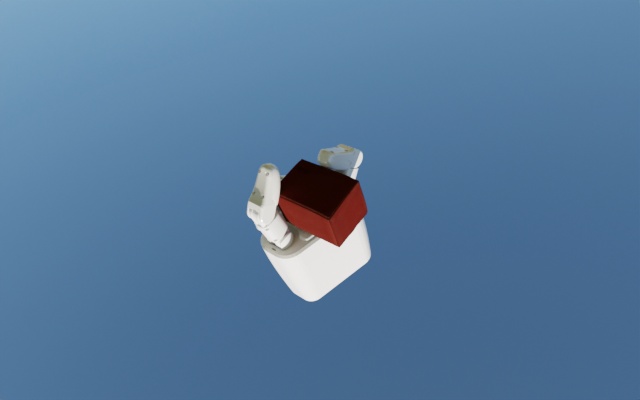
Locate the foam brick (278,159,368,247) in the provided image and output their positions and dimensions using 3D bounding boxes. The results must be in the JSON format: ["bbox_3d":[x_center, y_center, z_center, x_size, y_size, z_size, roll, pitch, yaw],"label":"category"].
[{"bbox_3d":[0.000,0.002,0.486,0.078,0.053,0.051,24,-28,34],"label":"foam brick"}]
